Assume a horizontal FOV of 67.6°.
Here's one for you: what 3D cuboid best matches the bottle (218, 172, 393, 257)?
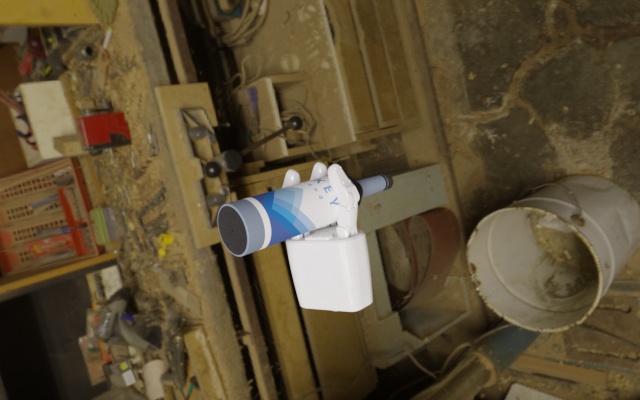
[{"bbox_3d":[0.000,0.002,0.670,0.295,0.069,0.069,-18,12,-41],"label":"bottle"}]
